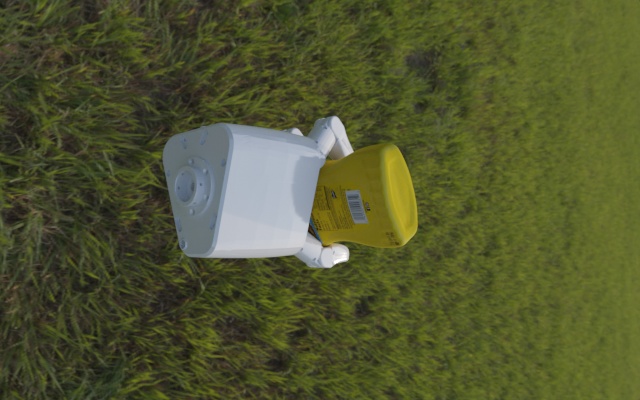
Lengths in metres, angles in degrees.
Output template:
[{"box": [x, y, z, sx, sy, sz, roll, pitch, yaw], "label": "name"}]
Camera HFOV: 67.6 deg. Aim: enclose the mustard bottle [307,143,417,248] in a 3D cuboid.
[{"box": [0.000, 0.002, 0.497, 0.191, 0.096, 0.058, -5, 19, 38], "label": "mustard bottle"}]
